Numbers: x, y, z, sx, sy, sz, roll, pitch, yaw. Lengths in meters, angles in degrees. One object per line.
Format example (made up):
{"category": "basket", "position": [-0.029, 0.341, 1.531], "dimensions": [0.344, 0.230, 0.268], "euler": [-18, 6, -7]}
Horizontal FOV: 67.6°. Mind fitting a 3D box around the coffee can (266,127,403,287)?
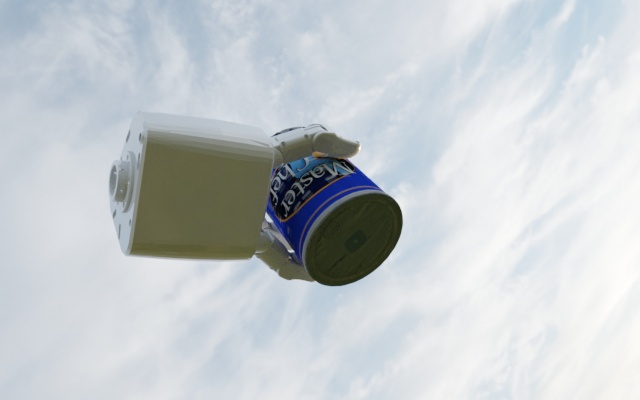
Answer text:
{"category": "coffee can", "position": [0.000, 0.002, 0.477], "dimensions": [0.103, 0.103, 0.140], "euler": [0, 31, -33]}
